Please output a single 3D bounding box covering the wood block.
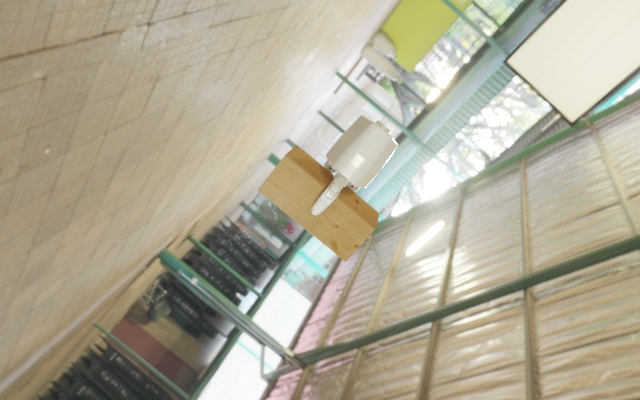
[{"bbox_3d":[0.000,0.003,0.886,0.206,0.090,0.090,39,21,-3],"label":"wood block"}]
